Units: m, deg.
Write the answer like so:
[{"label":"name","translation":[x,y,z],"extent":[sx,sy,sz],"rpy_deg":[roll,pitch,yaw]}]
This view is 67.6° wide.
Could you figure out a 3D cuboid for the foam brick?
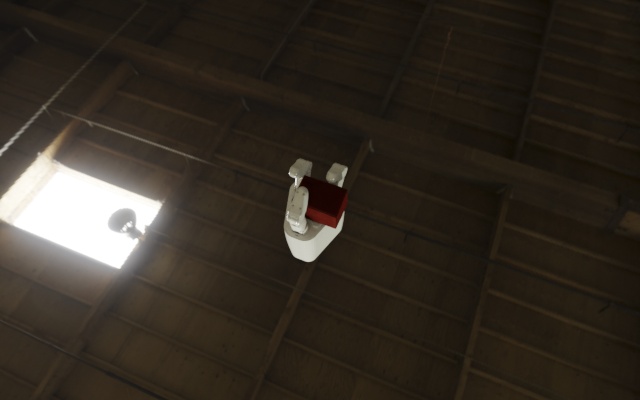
[{"label":"foam brick","translation":[0.000,0.003,0.770],"extent":[0.078,0.053,0.051],"rpy_deg":[20,-23,13]}]
